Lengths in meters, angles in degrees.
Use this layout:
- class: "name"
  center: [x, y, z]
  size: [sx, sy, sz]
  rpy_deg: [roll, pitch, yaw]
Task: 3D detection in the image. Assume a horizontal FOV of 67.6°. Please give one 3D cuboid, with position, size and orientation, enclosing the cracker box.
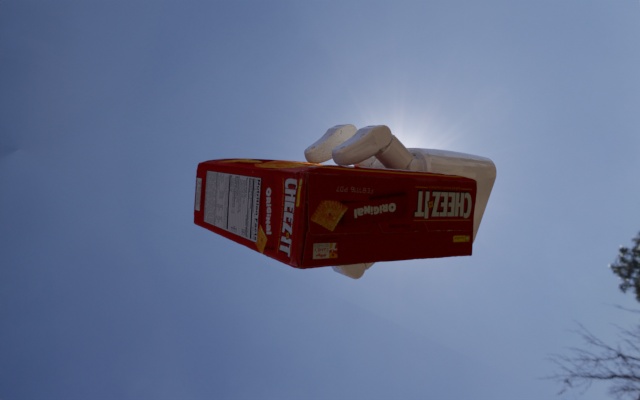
- class: "cracker box"
  center: [0.000, 0.002, 0.426]
  size: [0.164, 0.072, 0.213]
  rpy_deg: [0, 5, -32]
